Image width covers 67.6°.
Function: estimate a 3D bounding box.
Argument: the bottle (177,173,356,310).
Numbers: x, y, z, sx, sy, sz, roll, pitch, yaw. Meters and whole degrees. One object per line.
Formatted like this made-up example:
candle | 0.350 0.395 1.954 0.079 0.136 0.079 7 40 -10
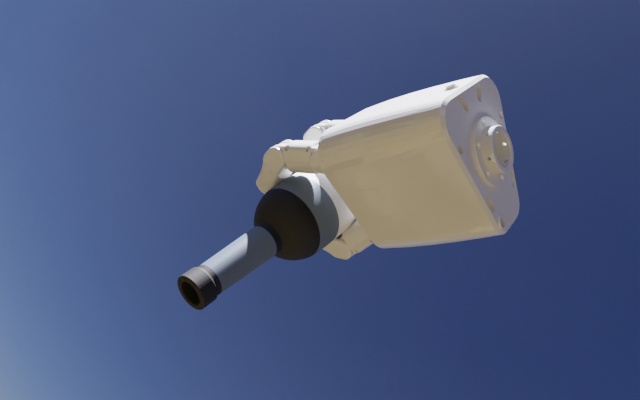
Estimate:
bottle | 0.000 0.001 0.424 0.069 0.069 0.295 0 25 42
